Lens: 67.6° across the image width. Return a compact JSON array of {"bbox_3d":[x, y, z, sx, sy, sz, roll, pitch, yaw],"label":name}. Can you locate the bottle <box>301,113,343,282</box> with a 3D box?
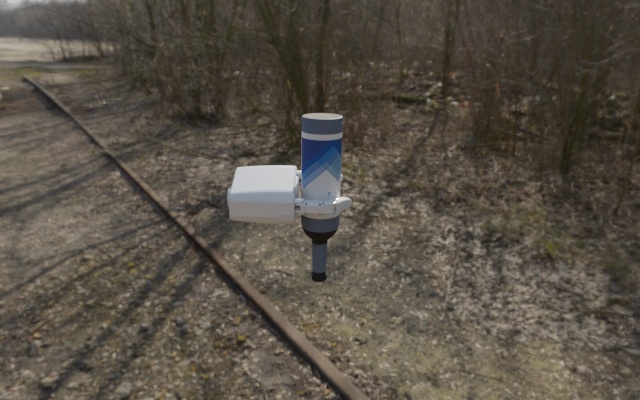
[{"bbox_3d":[0.000,0.002,0.820,0.069,0.296,0.069,1,19,0],"label":"bottle"}]
